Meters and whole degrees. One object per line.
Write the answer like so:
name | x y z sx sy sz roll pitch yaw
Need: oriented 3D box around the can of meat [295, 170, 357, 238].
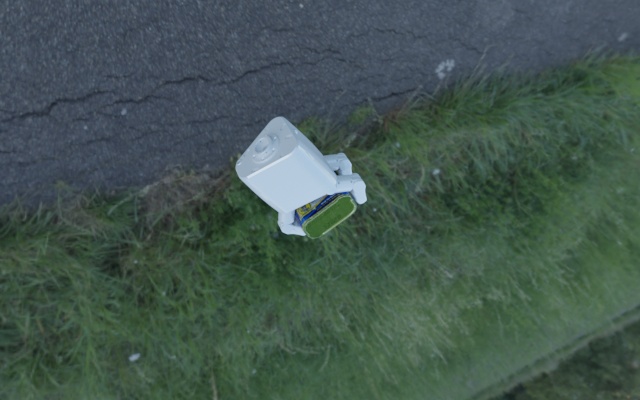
can of meat | 0.000 0.003 0.797 0.102 0.084 0.057 -37 -43 6
